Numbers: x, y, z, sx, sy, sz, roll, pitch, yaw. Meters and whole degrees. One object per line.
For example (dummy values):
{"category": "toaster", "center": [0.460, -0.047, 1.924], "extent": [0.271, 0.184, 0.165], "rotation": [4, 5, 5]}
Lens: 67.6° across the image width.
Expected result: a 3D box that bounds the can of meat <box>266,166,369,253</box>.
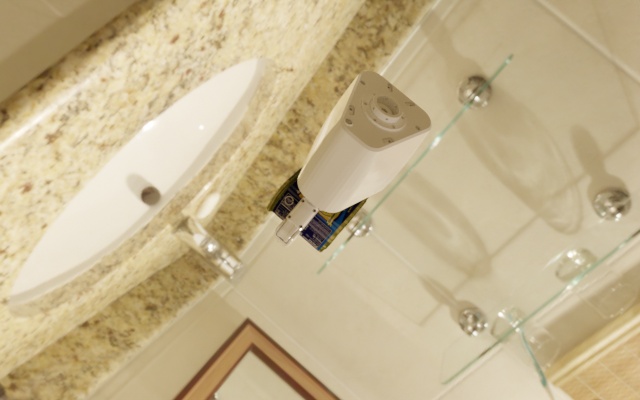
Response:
{"category": "can of meat", "center": [0.000, 0.002, 0.570], "extent": [0.102, 0.084, 0.057], "rotation": [-46, -6, -44]}
